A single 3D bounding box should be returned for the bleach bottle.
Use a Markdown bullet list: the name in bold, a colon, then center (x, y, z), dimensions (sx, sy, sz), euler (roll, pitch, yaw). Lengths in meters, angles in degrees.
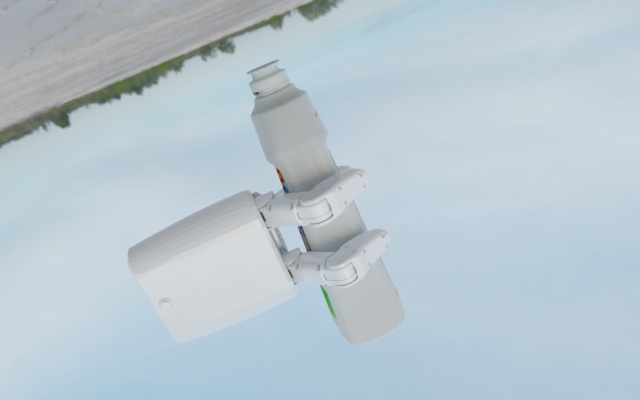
- **bleach bottle**: center (0.000, 0.001, 0.421), dimensions (0.068, 0.251, 0.102), euler (-24, 21, -2)
